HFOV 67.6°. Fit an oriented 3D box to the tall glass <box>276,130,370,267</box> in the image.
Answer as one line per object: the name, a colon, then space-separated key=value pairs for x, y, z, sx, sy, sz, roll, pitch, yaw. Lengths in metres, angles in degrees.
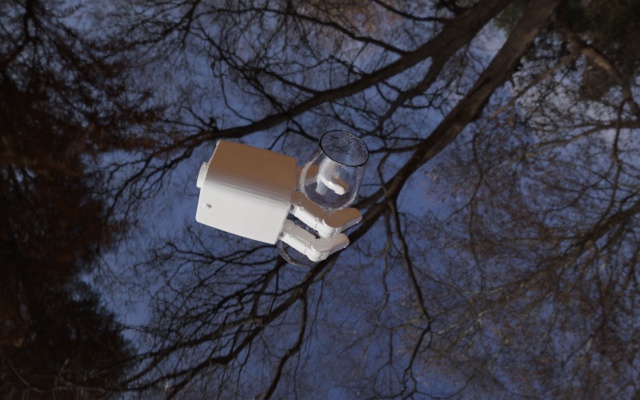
tall glass: x=0.000 y=0.002 z=0.627 sx=0.079 sy=0.079 sz=0.201 roll=0 pitch=-40 yaw=-22
